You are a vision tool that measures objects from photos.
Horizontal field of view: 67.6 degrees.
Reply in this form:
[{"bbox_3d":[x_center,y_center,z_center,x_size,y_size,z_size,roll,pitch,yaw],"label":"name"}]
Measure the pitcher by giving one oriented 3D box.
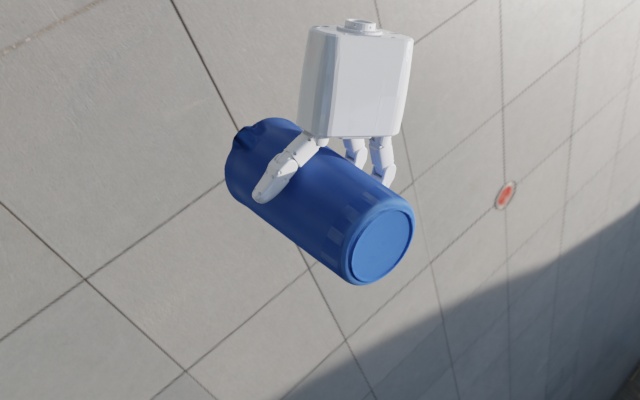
[{"bbox_3d":[0.000,0.002,0.591,0.149,0.145,0.242,-11,32,-36],"label":"pitcher"}]
